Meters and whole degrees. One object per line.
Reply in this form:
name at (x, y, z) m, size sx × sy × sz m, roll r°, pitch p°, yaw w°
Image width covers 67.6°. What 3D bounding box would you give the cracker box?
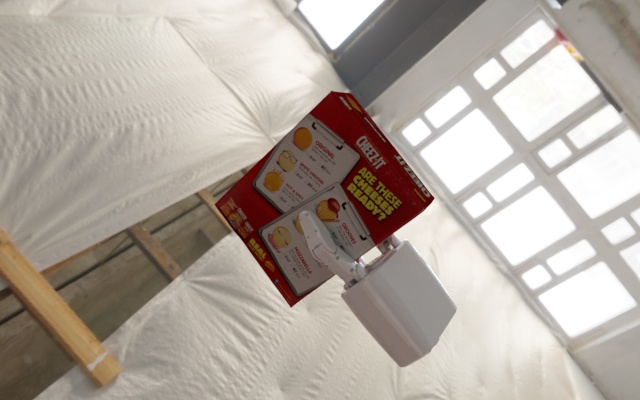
cracker box at (0.000, 0.002, 0.574) m, size 0.214 × 0.164 × 0.072 m, roll -40°, pitch -6°, yaw 25°
